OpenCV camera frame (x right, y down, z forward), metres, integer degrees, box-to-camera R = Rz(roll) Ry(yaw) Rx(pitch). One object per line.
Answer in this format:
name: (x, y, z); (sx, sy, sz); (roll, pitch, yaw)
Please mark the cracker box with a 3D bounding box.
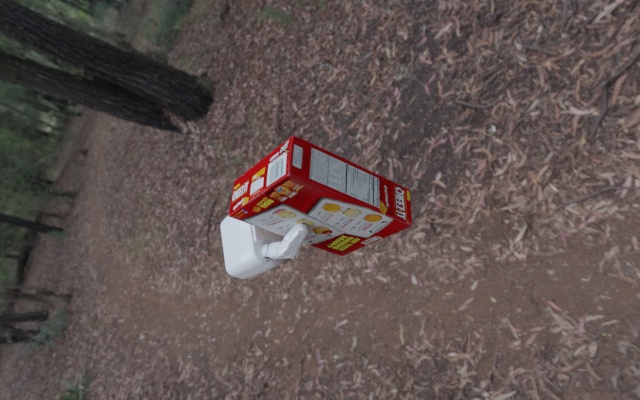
cracker box: (0.000, 0.002, 0.698); (0.214, 0.072, 0.164); (21, -33, -30)
